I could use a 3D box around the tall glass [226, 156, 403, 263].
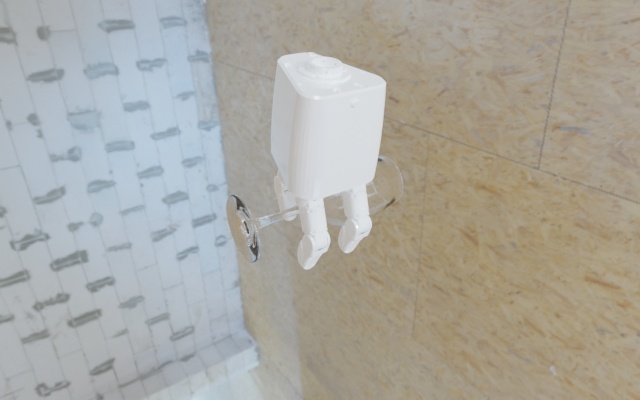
[{"bbox_3d":[-0.001,0.002,0.545,0.201,0.079,0.079,-18,9,-30],"label":"tall glass"}]
